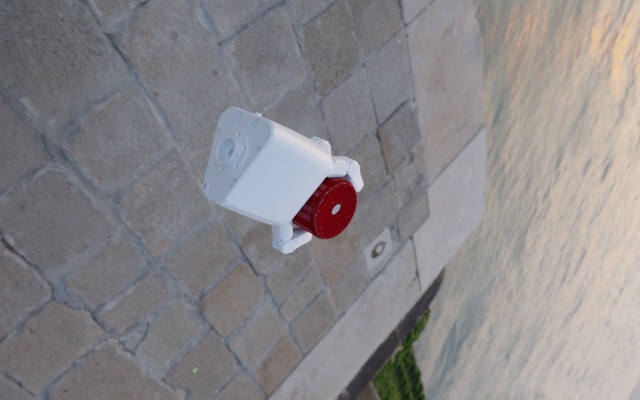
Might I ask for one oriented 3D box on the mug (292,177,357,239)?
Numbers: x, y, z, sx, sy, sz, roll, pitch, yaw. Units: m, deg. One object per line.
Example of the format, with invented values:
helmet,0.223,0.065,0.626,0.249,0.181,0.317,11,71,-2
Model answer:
mug,0.001,0.003,0.634,0.081,0.093,0.117,28,4,38
